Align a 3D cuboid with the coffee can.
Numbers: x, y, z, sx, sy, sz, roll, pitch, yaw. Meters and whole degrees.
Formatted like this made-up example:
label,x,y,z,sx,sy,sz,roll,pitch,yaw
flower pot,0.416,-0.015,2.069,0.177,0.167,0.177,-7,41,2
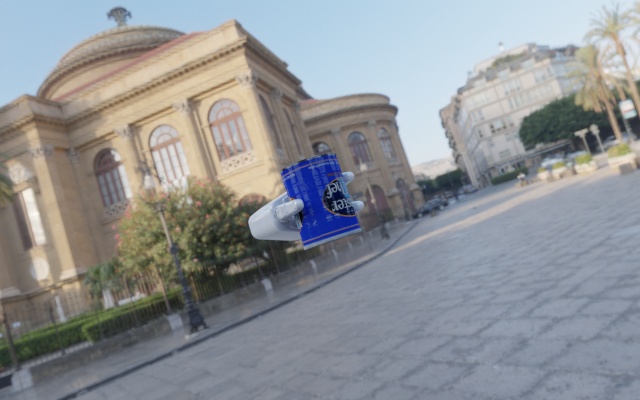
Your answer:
label,x,y,z,sx,sy,sz,roll,pitch,yaw
coffee can,0.000,0.003,0.813,0.103,0.140,0.103,-18,-5,-2
